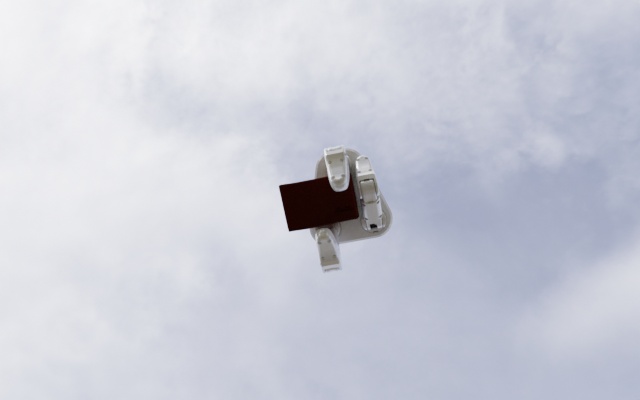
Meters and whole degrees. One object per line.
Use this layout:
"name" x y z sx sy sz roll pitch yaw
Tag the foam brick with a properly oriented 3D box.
"foam brick" 0.000 0.002 0.527 0.078 0.053 0.051 -10 -1 5
